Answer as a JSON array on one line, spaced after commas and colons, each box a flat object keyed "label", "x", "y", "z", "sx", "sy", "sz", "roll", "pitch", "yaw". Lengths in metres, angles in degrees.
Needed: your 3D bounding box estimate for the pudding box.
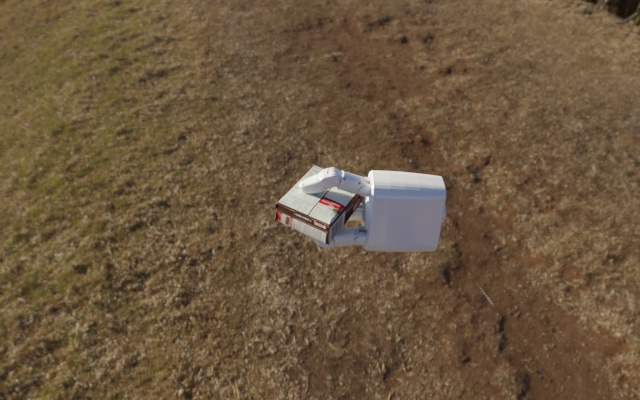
[{"label": "pudding box", "x": 0.000, "y": 0.002, "z": 0.696, "sx": 0.090, "sy": 0.039, "sz": 0.113, "roll": 23, "pitch": 42, "yaw": 19}]
